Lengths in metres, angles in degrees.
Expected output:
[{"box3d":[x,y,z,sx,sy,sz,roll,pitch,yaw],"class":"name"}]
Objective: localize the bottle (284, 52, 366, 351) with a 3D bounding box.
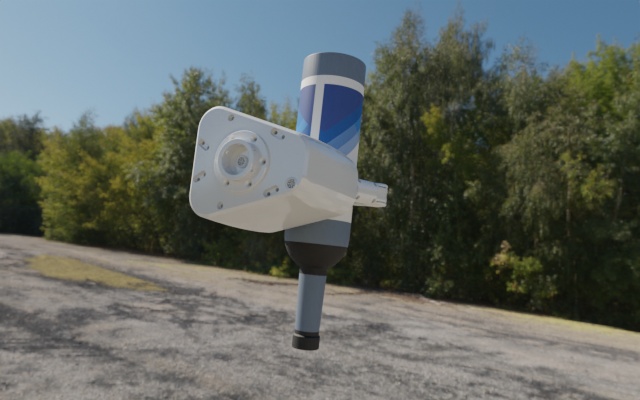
[{"box3d":[0.000,0.001,0.492,0.069,0.295,0.069,6,-6,1],"class":"bottle"}]
